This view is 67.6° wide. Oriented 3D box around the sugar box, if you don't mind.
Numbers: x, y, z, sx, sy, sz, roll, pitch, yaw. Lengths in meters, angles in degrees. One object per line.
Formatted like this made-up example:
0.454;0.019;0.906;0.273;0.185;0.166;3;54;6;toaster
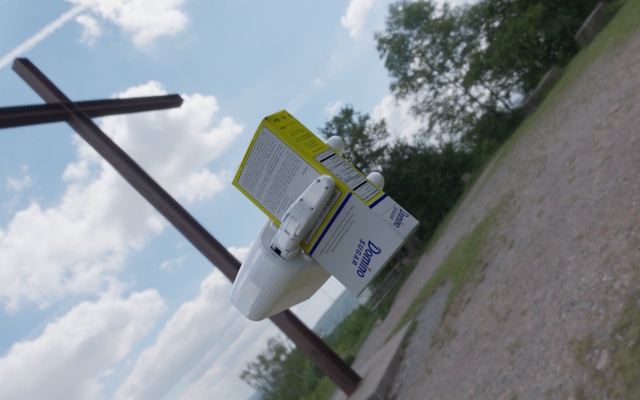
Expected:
0.000;0.001;0.469;0.176;0.093;0.048;40;38;10;sugar box
